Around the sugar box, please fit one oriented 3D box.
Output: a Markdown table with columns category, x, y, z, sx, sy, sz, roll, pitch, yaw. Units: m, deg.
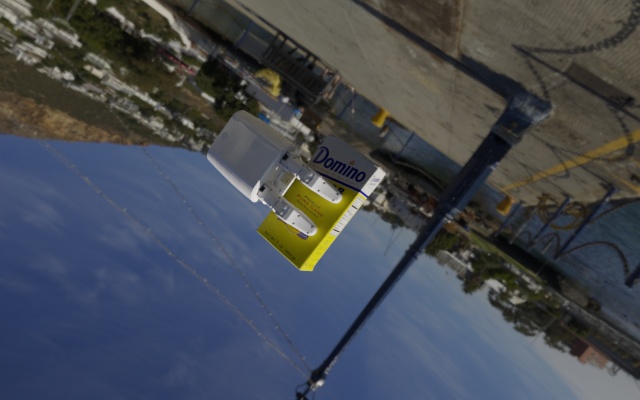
| category | x | y | z | sx | sy | sz | roll | pitch | yaw |
| --- | --- | --- | --- | --- | --- | --- | --- | --- | --- |
| sugar box | 0.000 | 0.002 | 0.667 | 0.093 | 0.176 | 0.048 | 38 | 6 | 23 |
